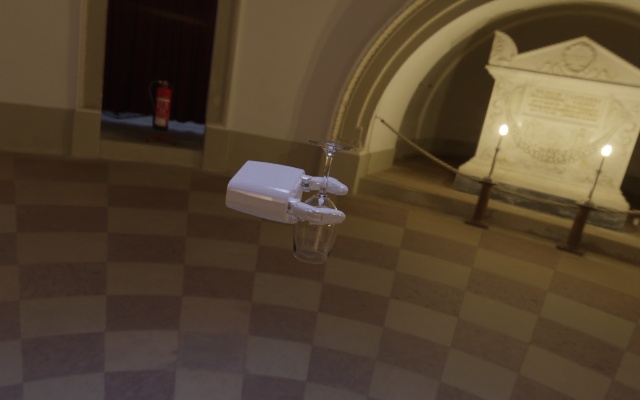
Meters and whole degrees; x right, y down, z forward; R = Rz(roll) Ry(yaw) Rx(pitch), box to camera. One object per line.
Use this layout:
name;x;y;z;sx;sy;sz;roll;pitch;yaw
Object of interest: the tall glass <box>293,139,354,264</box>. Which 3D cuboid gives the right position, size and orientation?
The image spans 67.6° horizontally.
tall glass;0.000;0.002;0.804;0.079;0.201;0.079;10;14;-2
